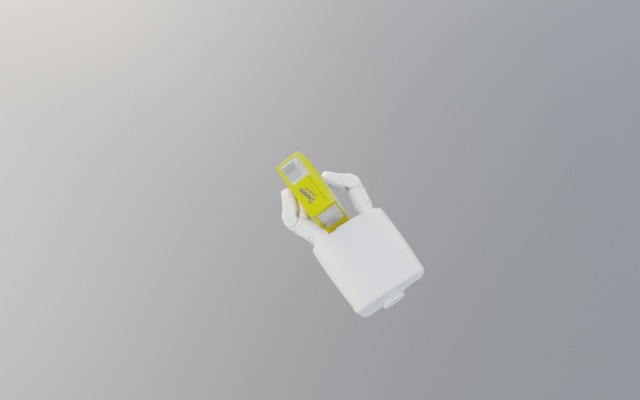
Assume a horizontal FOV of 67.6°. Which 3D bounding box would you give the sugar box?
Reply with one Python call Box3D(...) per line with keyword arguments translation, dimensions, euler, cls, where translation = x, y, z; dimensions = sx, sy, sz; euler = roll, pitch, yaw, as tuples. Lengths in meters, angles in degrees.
Box3D(translation=(0.000, 0.003, 0.704), dimensions=(0.048, 0.093, 0.176), euler=(-35, -22, -1), cls="sugar box")
